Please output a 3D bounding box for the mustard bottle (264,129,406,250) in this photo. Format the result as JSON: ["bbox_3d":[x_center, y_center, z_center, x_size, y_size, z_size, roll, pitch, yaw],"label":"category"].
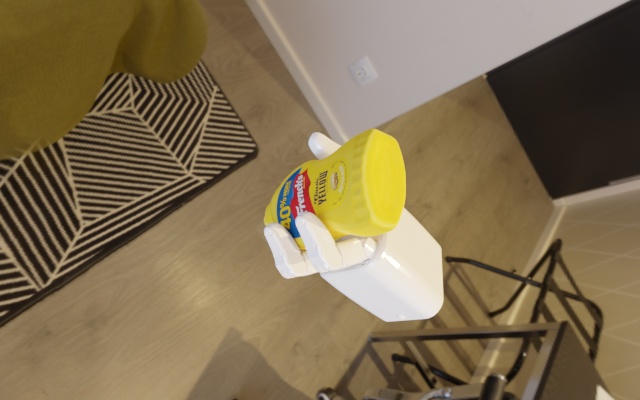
[{"bbox_3d":[0.000,0.001,0.497,0.058,0.096,0.192,16,-24,-35],"label":"mustard bottle"}]
